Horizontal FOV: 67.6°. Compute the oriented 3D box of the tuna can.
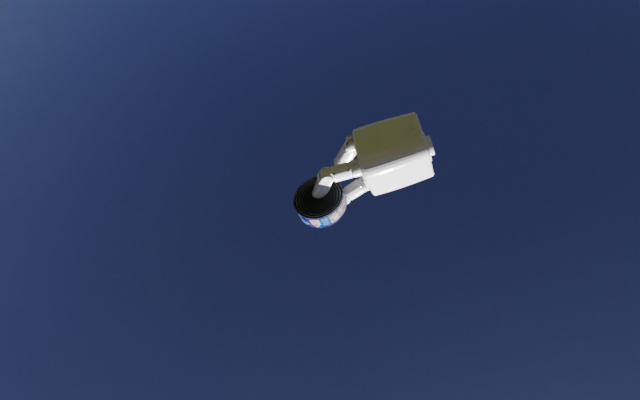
[{"bbox_3d":[0.000,0.003,0.796,0.086,0.086,0.034,0,-34,20],"label":"tuna can"}]
